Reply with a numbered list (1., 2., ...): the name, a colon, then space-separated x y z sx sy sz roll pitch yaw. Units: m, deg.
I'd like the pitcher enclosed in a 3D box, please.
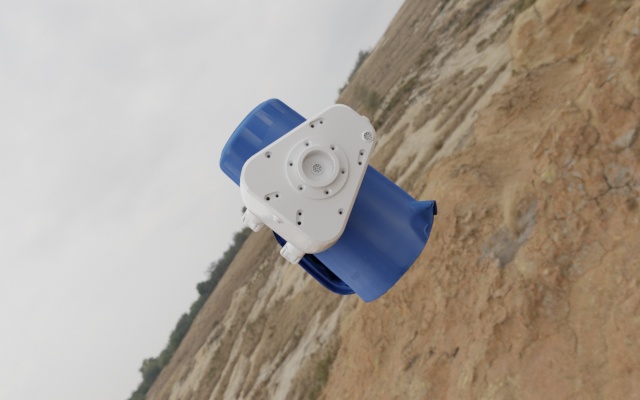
1. pitcher: 0.000 0.002 0.565 0.243 0.149 0.145 39 -7 0
